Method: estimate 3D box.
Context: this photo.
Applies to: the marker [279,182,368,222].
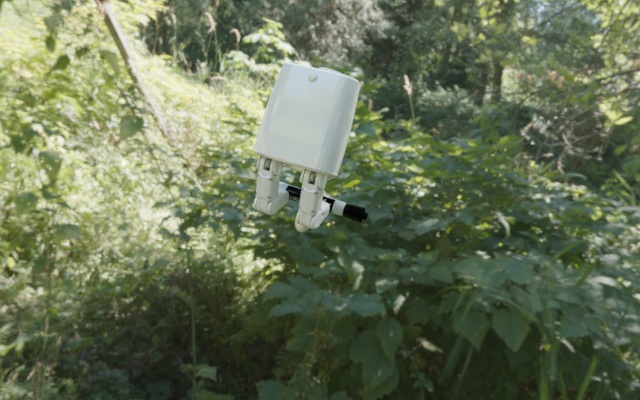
[{"bbox_3d":[0.000,0.002,0.586,0.121,0.020,0.020,17,5,17],"label":"marker"}]
